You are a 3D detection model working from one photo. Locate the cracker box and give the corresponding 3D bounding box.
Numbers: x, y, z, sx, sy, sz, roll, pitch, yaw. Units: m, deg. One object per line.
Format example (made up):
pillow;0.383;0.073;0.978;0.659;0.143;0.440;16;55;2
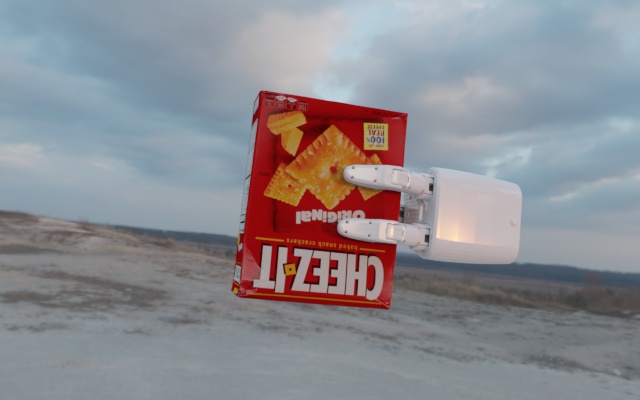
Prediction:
cracker box;0.000;0.002;0.515;0.164;0.213;0.072;7;-6;-13
